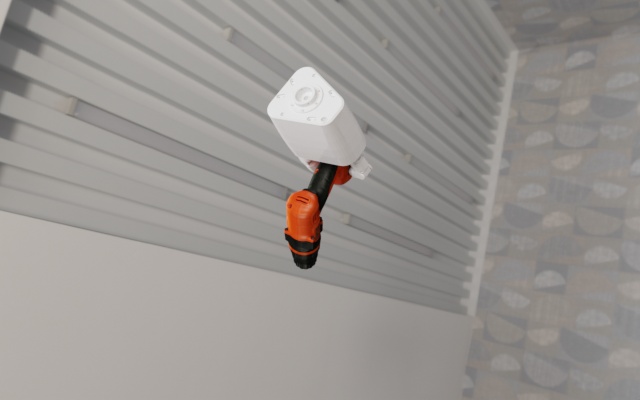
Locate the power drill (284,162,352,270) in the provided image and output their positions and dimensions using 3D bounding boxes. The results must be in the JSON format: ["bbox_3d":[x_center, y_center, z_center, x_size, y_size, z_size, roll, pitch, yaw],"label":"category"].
[{"bbox_3d":[0.000,0.002,0.773,0.057,0.187,0.185,17,-34,10],"label":"power drill"}]
